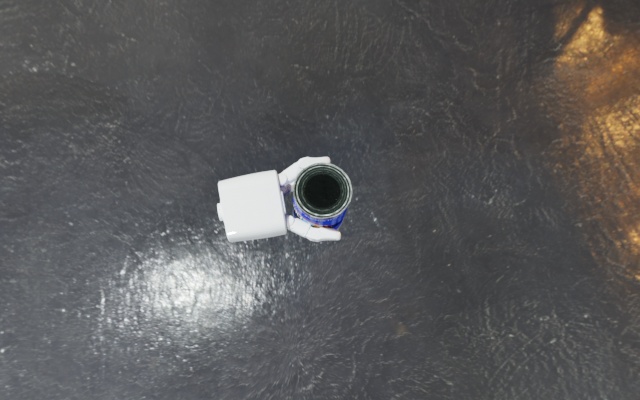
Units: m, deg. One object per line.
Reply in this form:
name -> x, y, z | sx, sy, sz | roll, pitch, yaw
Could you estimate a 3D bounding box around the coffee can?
coffee can -> 0.000, 0.003, 0.881 | 0.103, 0.102, 0.140 | 0, -17, -3
